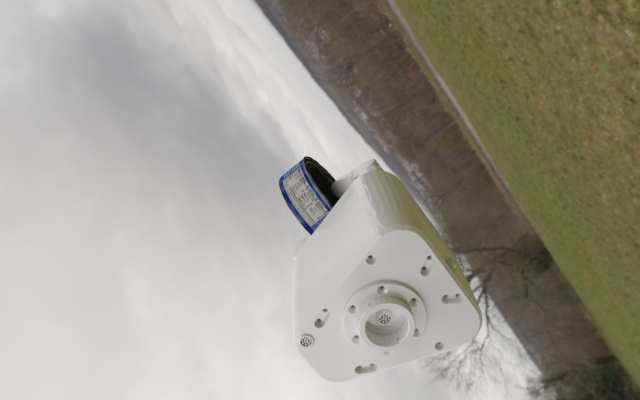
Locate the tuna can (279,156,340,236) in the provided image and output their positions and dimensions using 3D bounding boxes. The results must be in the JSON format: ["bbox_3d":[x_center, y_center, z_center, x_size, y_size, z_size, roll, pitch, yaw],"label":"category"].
[{"bbox_3d":[0.000,0.002,0.451,0.034,0.086,0.086,-38,-11,14],"label":"tuna can"}]
